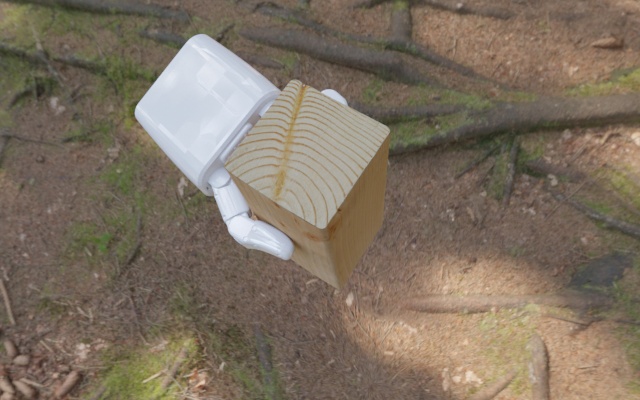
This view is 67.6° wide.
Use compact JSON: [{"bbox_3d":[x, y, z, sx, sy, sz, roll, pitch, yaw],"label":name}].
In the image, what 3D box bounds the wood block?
[{"bbox_3d":[0.000,0.001,0.432,0.090,0.091,0.206,31,-15,16],"label":"wood block"}]
